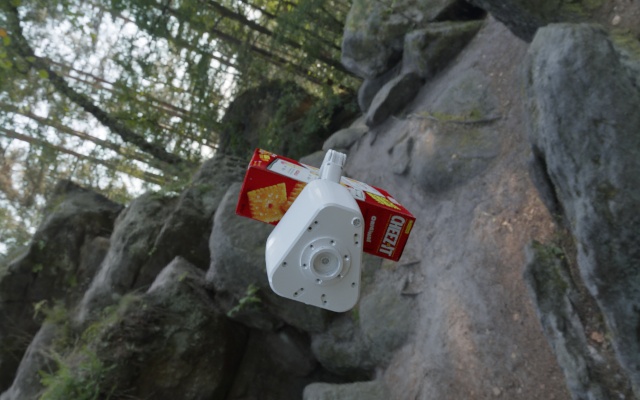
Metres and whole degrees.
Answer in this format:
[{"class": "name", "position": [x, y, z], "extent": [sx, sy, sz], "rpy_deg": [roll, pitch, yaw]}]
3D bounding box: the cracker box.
[{"class": "cracker box", "position": [0.000, 0.002, 0.650], "extent": [0.214, 0.072, 0.164], "rpy_deg": [18, 11, -9]}]
